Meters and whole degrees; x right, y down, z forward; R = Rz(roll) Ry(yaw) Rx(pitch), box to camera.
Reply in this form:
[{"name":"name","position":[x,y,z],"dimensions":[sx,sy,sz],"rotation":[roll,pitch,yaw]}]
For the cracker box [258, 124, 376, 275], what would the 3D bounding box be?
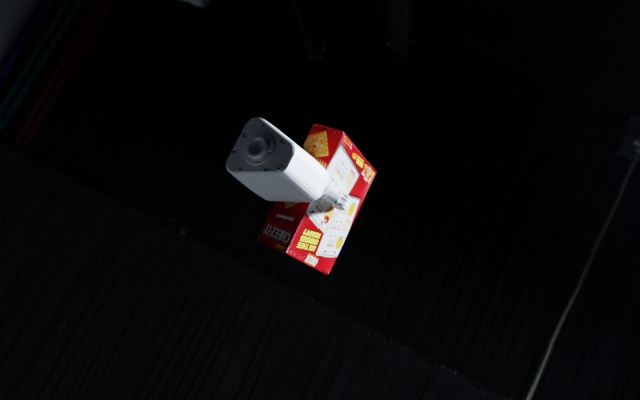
[{"name":"cracker box","position":[0.000,0.003,0.823],"dimensions":[0.072,0.213,0.164],"rotation":[21,-9,31]}]
